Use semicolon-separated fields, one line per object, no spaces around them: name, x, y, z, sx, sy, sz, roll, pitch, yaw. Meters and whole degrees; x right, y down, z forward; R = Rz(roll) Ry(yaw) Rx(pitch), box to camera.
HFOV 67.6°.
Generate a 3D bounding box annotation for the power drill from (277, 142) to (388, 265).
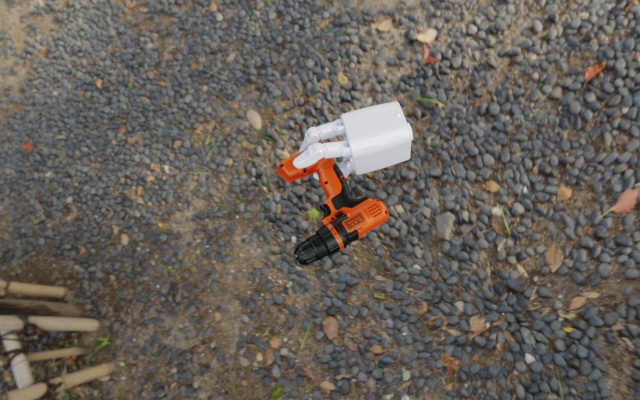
power drill;0.000;0.002;0.850;0.184;0.187;0.057;-29;-14;-14
